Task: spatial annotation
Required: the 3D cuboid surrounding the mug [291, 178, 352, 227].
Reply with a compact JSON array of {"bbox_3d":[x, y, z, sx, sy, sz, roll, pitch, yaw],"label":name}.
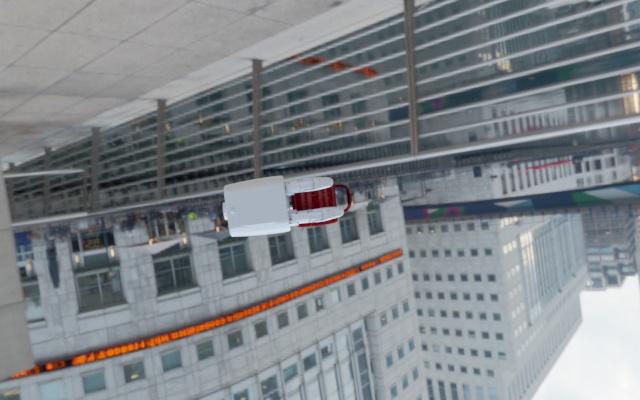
[{"bbox_3d":[0.002,0.003,0.883,0.117,0.081,0.093,-7,2,-3],"label":"mug"}]
